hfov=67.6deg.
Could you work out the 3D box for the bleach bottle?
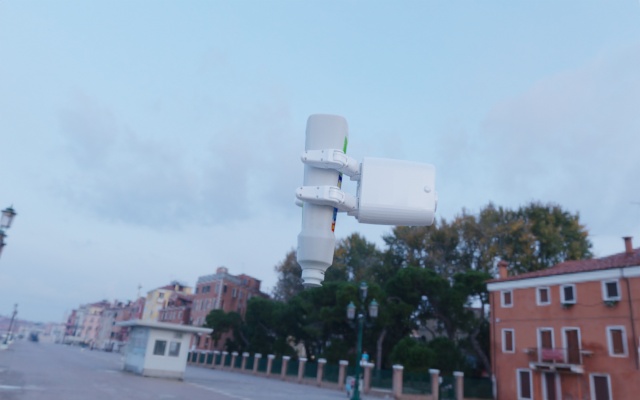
[{"bbox_3d":[0.000,0.002,0.710,0.068,0.250,0.103,4,-19,4],"label":"bleach bottle"}]
